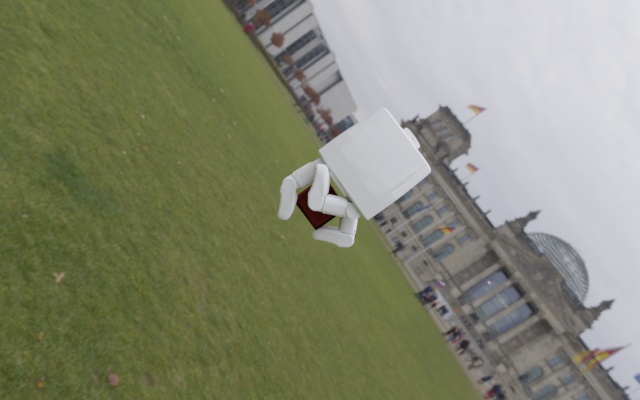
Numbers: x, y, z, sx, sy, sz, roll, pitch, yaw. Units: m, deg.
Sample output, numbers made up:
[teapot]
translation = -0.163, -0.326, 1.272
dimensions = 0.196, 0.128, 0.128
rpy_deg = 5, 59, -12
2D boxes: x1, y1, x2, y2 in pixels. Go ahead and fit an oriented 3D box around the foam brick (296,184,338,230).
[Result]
[foam brick]
translation = 0.000, 0.002, 0.684
dimensions = 0.051, 0.053, 0.078
rpy_deg = -36, 6, 5
